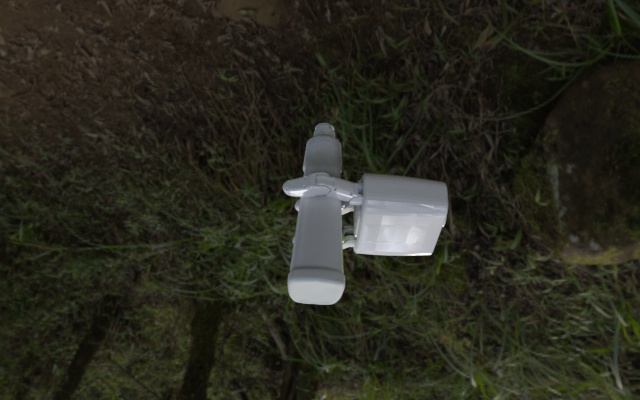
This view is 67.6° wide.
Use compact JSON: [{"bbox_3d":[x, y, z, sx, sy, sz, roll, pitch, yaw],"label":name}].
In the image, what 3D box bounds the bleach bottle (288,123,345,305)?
[{"bbox_3d":[0.000,0.002,0.630,0.068,0.250,0.103,4,-28,-1],"label":"bleach bottle"}]
